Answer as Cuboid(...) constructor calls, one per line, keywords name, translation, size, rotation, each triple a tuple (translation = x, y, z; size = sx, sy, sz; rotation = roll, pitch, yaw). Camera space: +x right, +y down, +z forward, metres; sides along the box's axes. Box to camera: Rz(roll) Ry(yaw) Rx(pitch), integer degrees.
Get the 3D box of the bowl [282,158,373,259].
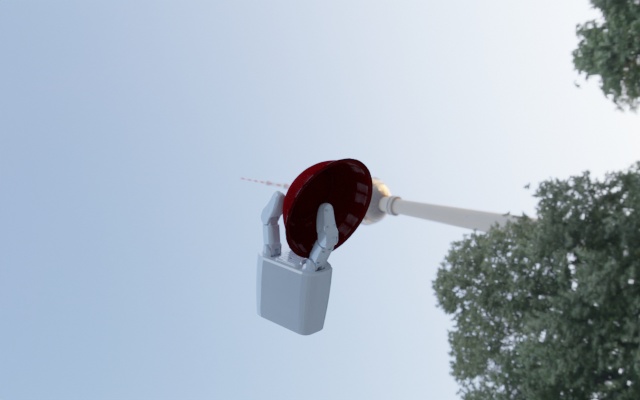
Cuboid(name="bowl", translation=(0.000, 0.001, 0.695), size=(0.162, 0.162, 0.055), rotation=(0, 28, -45))
